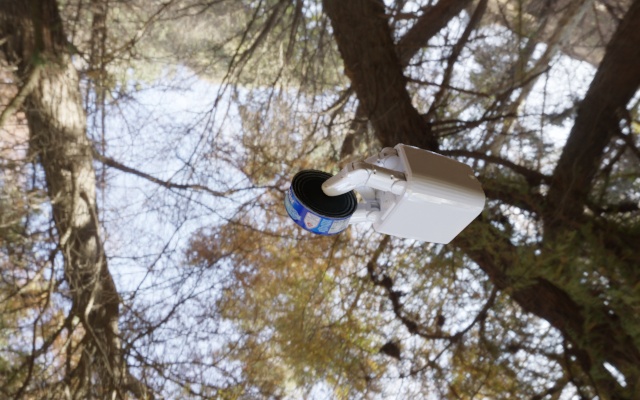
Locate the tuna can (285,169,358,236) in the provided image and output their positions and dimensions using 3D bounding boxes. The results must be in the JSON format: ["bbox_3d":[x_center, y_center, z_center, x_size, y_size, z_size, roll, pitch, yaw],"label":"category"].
[{"bbox_3d":[0.000,0.002,0.585,0.086,0.034,0.086,16,38,-13],"label":"tuna can"}]
